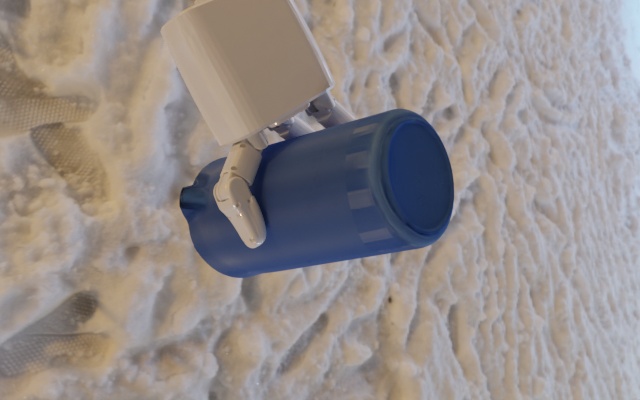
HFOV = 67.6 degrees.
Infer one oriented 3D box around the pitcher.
[{"bbox_3d":[0.000,0.001,0.448,0.243,0.145,0.149,-12,22,44],"label":"pitcher"}]
